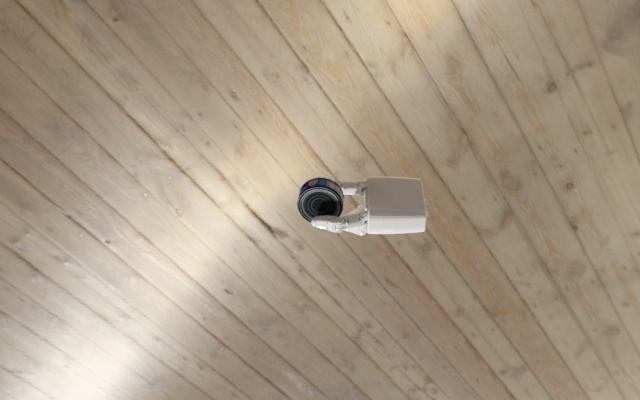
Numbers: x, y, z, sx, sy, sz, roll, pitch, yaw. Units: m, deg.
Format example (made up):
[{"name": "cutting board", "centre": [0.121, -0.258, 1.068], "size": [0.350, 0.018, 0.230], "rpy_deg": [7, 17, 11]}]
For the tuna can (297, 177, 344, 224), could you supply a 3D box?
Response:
[{"name": "tuna can", "centre": [0.000, 0.003, 0.875], "size": [0.086, 0.086, 0.033], "rpy_deg": [0, 32, 6]}]
